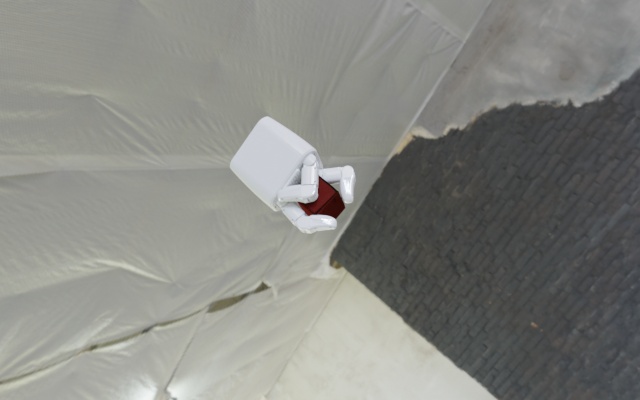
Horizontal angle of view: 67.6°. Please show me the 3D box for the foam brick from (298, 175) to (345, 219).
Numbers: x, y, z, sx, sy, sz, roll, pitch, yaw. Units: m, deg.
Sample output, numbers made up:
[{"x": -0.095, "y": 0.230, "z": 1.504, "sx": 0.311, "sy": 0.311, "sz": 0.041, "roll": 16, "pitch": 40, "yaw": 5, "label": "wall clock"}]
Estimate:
[{"x": 0.000, "y": 0.003, "z": 0.763, "sx": 0.051, "sy": 0.053, "sz": 0.078, "roll": 40, "pitch": -10, "yaw": 22, "label": "foam brick"}]
